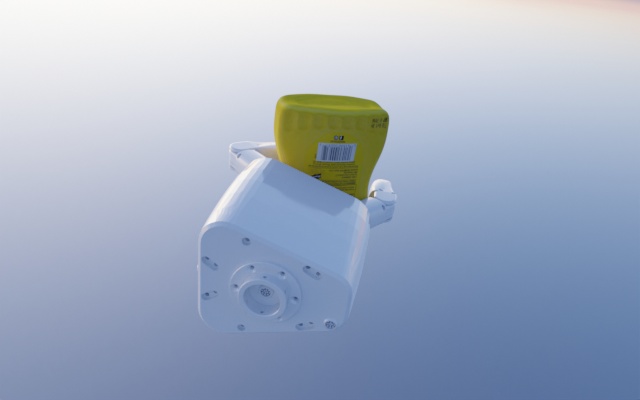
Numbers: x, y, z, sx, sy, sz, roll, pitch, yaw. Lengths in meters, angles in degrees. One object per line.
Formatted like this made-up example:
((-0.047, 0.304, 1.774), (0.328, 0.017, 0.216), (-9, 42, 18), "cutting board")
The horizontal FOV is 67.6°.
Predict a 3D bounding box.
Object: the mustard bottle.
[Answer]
((0.000, 0.001, 0.444), (0.096, 0.192, 0.058), (-1, 28, -16), "mustard bottle")
